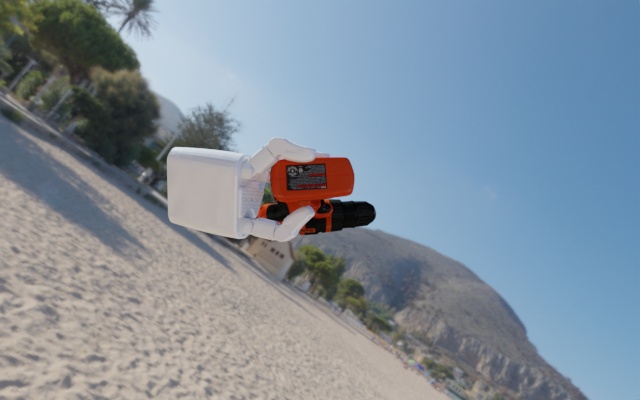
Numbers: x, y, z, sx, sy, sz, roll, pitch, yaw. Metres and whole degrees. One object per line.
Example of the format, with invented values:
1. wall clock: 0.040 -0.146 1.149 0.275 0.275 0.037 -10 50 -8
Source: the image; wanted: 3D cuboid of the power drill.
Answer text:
1. power drill: 0.000 0.002 0.680 0.184 0.057 0.188 -5 -21 -6
